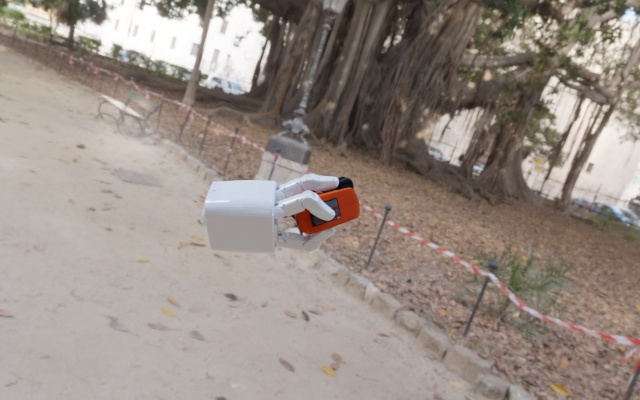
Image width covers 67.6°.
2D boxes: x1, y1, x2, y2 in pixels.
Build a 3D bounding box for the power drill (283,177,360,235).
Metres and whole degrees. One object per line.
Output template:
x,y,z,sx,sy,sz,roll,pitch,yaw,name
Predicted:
0.000,0.003,0.843,0.184,0.057,0.187,-19,11,-15,power drill
